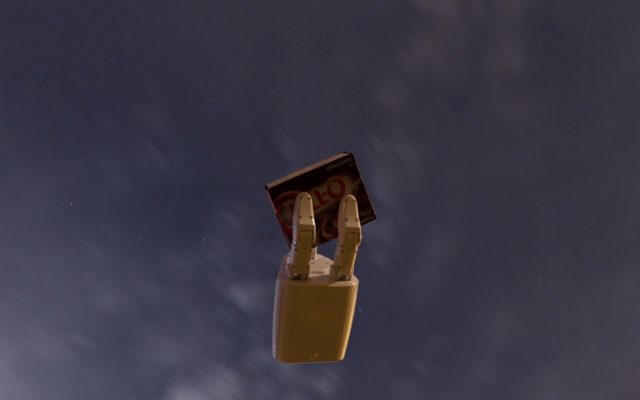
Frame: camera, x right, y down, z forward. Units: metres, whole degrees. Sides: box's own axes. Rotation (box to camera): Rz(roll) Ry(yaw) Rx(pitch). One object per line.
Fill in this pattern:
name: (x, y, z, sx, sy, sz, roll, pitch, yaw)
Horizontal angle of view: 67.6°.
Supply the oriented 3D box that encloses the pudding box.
pudding box: (0.000, 0.002, 0.581, 0.113, 0.090, 0.039, -25, 17, -10)
